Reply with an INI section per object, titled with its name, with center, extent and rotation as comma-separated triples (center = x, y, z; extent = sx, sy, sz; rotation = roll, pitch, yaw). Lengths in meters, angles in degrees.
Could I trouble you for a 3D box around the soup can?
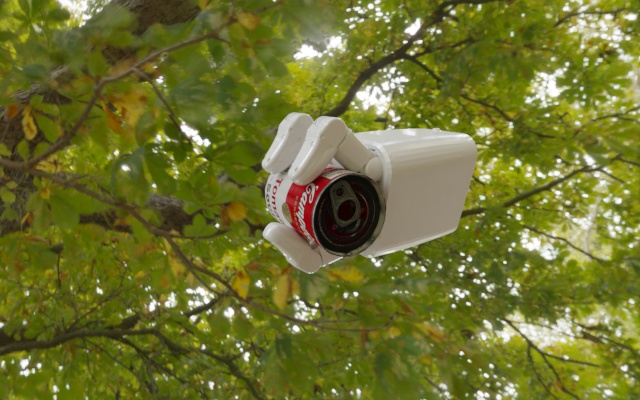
[soup can]
center = -0.001, 0.002, 0.417
extent = 0.068, 0.068, 0.102
rotation = 0, 12, -29
